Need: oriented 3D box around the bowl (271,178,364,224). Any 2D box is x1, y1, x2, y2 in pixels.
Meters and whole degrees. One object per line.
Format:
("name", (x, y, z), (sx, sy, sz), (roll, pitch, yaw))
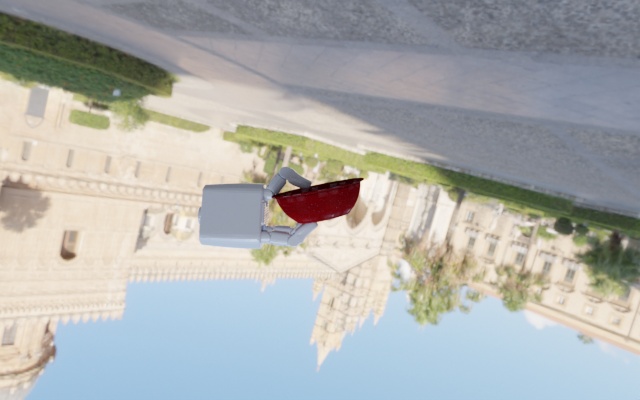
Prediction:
("bowl", (0.001, 0.003, 0.814), (0.162, 0.055, 0.162), (-12, 5, 1))
